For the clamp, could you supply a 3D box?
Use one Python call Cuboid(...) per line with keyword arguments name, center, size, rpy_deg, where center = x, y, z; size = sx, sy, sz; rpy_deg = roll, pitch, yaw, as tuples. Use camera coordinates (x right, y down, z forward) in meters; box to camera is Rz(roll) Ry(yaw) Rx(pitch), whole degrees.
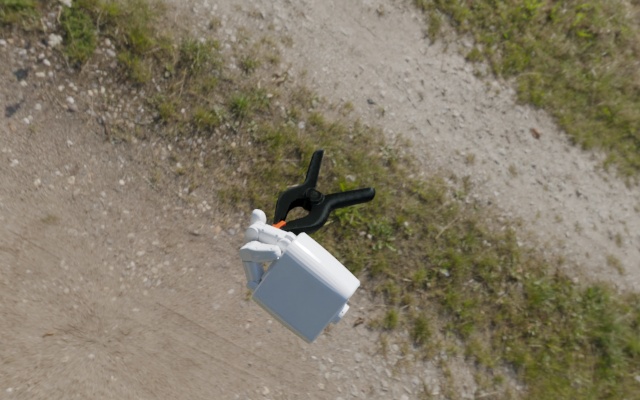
Cuboid(name="clamp", center=(0.000, 0.002, 0.713), size=(0.120, 0.171, 0.039), rpy_deg=(28, -31, 18))
